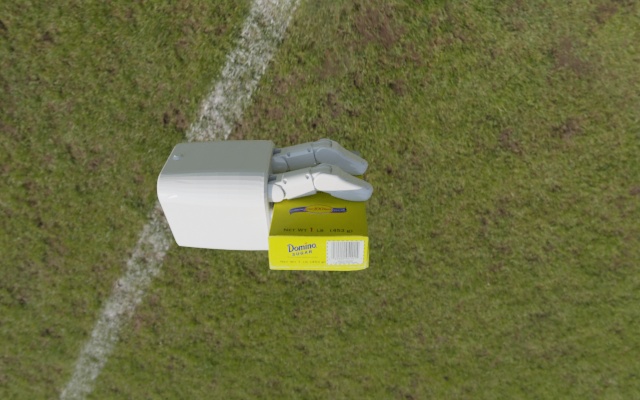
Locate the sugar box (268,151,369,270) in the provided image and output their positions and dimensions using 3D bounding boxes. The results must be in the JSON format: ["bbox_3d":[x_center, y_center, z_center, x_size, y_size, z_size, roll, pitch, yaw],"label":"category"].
[{"bbox_3d":[0.000,0.001,0.505,0.093,0.048,0.176,1,34,0],"label":"sugar box"}]
